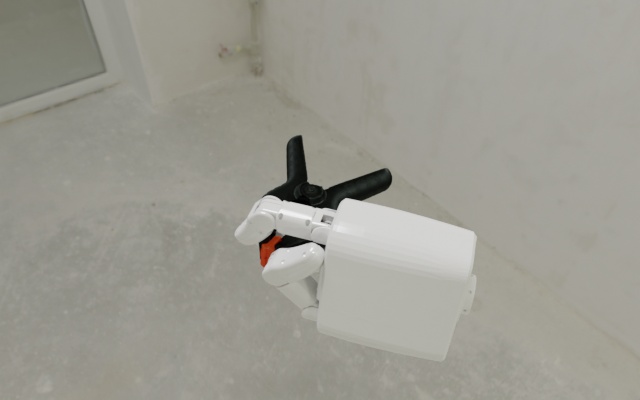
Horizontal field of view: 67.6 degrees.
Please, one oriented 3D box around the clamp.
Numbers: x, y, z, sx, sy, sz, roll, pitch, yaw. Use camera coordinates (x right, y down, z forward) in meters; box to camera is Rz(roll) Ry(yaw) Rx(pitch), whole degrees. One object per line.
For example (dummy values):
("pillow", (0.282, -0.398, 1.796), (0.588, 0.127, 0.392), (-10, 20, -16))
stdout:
("clamp", (0.000, 0.001, 0.465), (0.120, 0.039, 0.171), (12, 46, 12))
